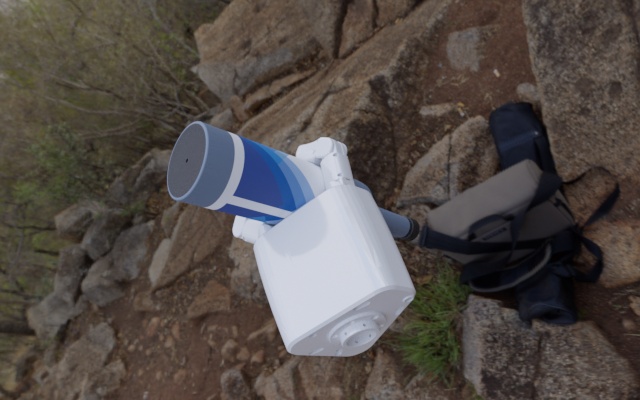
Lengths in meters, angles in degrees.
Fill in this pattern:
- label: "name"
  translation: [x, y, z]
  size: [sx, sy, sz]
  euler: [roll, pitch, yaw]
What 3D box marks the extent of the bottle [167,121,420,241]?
- label: "bottle"
  translation: [0.000, 0.001, 0.477]
  size: [0.296, 0.069, 0.069]
  euler: [17, -11, -40]
